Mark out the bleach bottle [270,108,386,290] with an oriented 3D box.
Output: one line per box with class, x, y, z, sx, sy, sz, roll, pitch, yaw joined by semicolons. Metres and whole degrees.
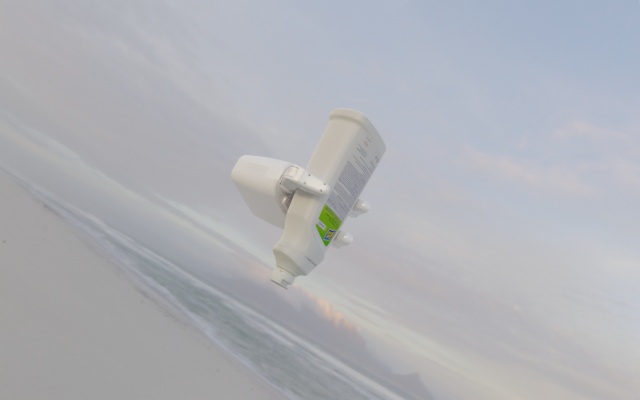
bleach bottle;0.000;0.002;0.660;0.068;0.250;0.103;17;-19;40
